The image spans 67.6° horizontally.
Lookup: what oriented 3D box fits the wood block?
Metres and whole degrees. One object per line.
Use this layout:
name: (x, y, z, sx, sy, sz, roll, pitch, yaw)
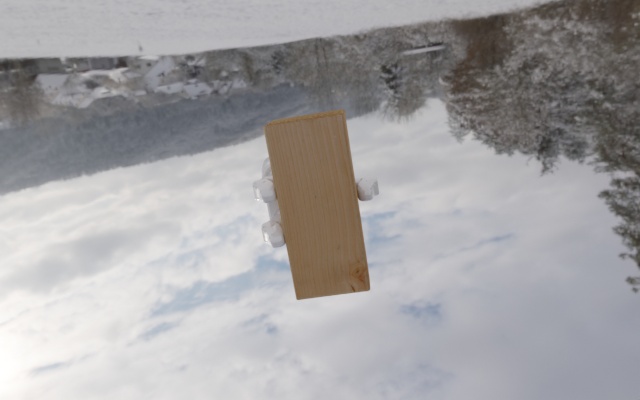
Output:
wood block: (0.000, 0.002, 0.575, 0.091, 0.206, 0.090, -9, 14, 5)
